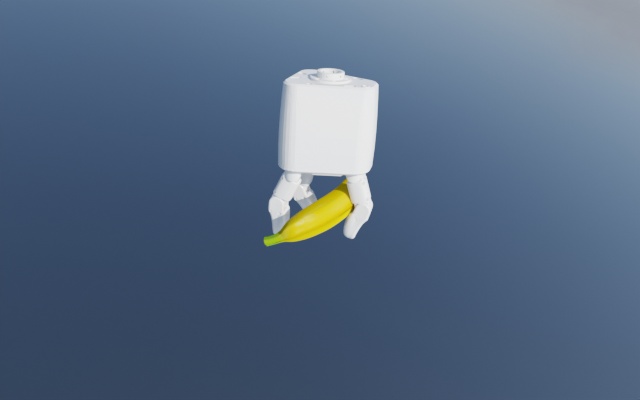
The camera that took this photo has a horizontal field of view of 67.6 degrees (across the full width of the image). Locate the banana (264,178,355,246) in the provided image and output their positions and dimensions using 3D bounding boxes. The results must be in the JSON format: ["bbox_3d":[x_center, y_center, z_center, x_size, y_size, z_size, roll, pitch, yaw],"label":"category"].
[{"bbox_3d":[0.012,0.005,0.628,0.069,0.037,0.197,5,26,40],"label":"banana"}]
